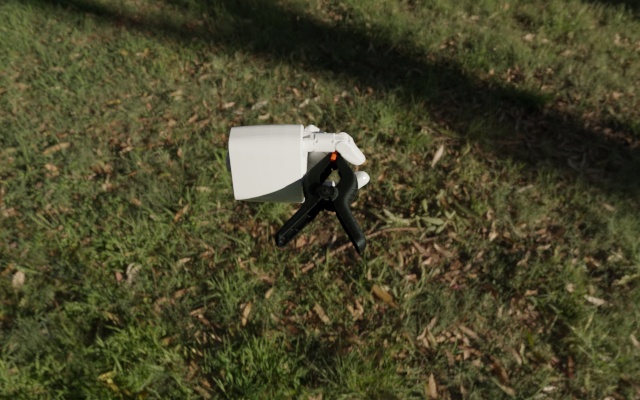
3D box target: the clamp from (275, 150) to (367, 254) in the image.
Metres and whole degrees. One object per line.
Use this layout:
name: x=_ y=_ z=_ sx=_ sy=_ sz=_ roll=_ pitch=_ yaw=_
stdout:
clamp: x=0.000 y=0.002 z=0.662 sx=0.120 sy=0.171 sz=0.039 roll=0 pitch=-40 yaw=1
